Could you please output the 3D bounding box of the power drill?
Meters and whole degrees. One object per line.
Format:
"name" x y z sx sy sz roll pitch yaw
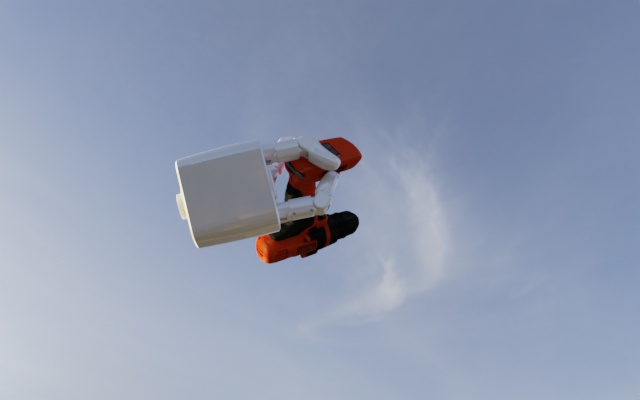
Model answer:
"power drill" 0.000 0.002 0.698 0.184 0.188 0.057 -17 47 -35
